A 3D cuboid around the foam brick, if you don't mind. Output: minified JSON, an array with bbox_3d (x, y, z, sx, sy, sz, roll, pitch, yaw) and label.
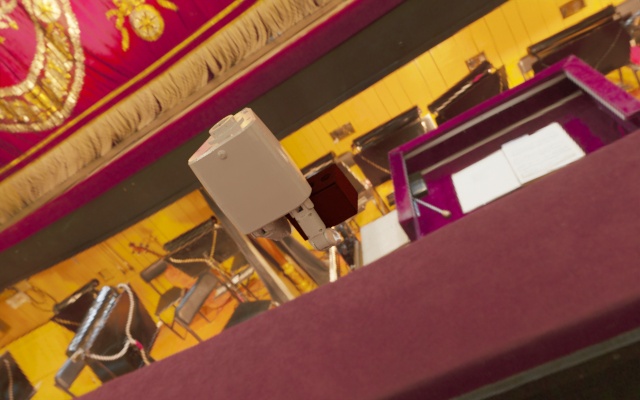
[{"bbox_3d":[0.000,0.002,0.578,0.078,0.051,0.053,-29,23,17],"label":"foam brick"}]
